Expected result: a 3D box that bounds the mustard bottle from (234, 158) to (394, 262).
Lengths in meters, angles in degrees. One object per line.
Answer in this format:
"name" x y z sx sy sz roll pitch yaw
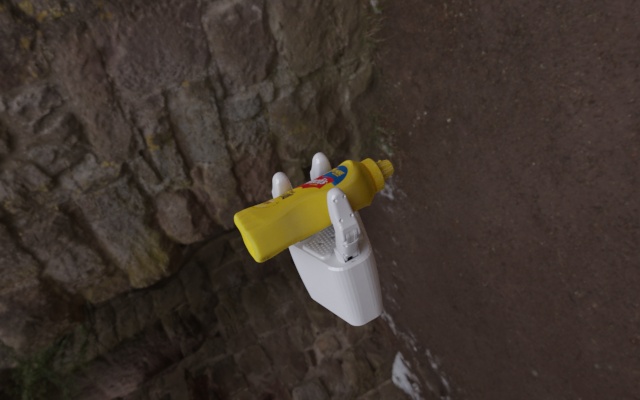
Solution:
"mustard bottle" 0.000 0.002 0.545 0.191 0.058 0.096 -26 11 -13
